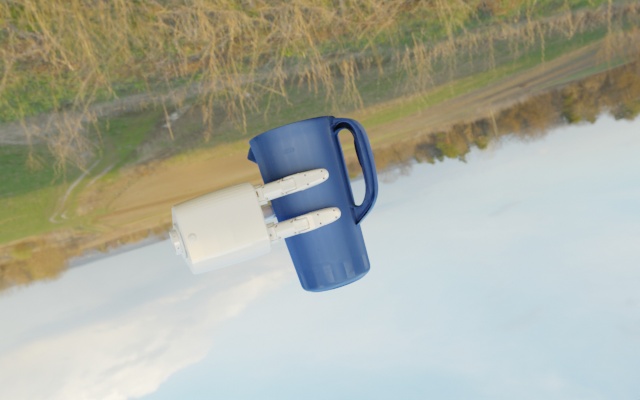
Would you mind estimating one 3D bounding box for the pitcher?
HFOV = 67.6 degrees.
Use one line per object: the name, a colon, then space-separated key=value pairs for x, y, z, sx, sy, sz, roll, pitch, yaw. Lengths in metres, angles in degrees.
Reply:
pitcher: x=0.000 y=0.002 z=0.702 sx=0.145 sy=0.243 sz=0.149 roll=-18 pitch=2 yaw=-23
